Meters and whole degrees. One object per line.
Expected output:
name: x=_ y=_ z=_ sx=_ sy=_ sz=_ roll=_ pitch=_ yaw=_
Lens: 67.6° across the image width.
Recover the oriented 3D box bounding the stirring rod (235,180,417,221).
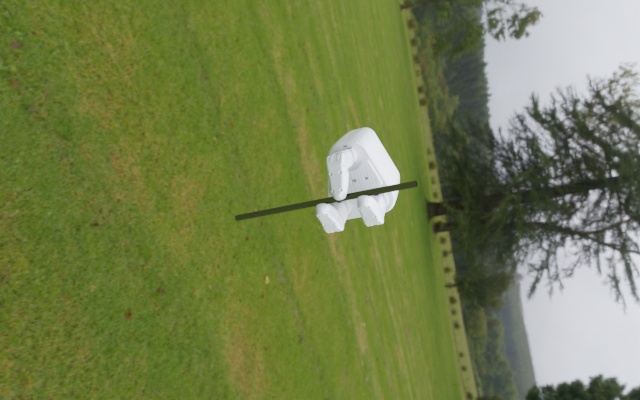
stirring rod: x=0.000 y=0.002 z=0.594 sx=0.239 sy=0.011 sz=0.011 roll=-11 pitch=-4 yaw=19
